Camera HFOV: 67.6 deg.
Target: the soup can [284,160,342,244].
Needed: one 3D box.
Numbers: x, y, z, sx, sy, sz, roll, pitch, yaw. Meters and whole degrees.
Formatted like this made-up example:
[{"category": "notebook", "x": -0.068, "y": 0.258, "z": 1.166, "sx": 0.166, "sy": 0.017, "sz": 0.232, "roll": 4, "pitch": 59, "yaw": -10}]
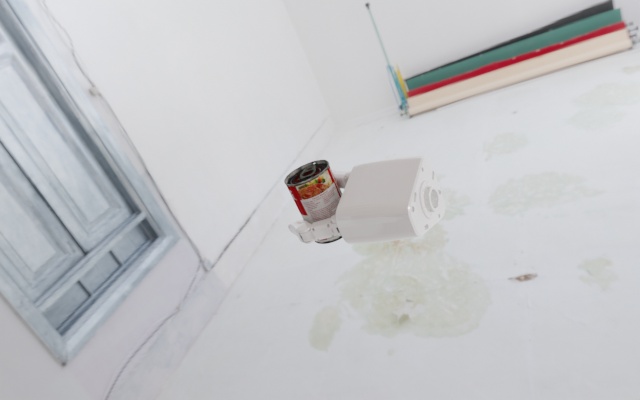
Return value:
[{"category": "soup can", "x": 0.000, "y": 0.003, "z": 0.682, "sx": 0.068, "sy": 0.102, "sz": 0.068, "roll": -21, "pitch": 23, "yaw": 9}]
